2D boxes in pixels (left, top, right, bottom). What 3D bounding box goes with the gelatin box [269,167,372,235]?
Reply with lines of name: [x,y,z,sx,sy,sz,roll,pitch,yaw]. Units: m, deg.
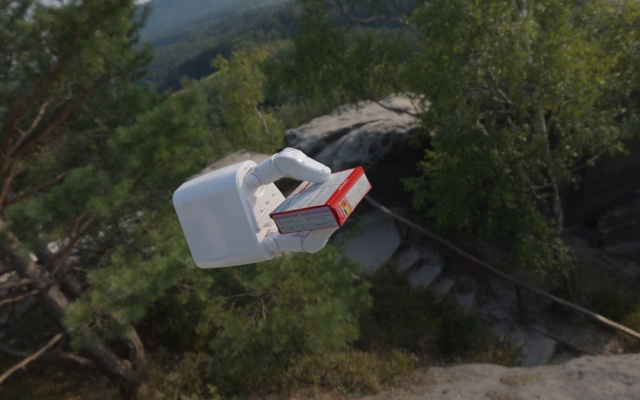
gelatin box: [0.000,0.001,0.510,0.089,0.030,0.073,-12,26,41]
